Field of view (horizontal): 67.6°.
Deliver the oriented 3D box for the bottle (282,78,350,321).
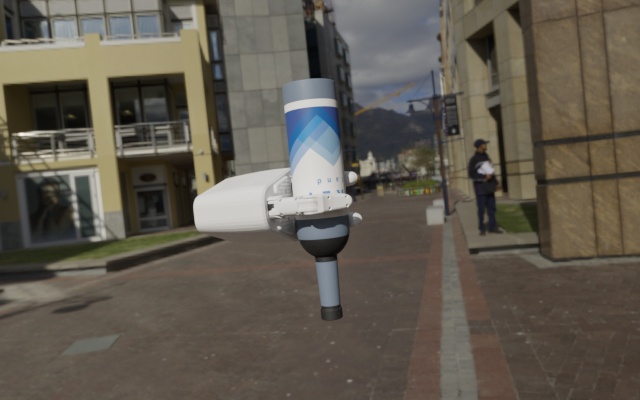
[{"bbox_3d":[0.000,0.002,0.600,0.069,0.295,0.069,-6,1,0],"label":"bottle"}]
